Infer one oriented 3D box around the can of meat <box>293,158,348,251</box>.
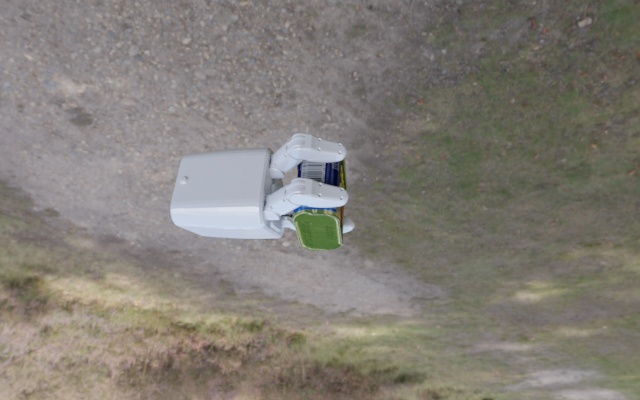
[{"bbox_3d":[0.000,0.002,0.557,0.057,0.084,0.102,0,-30,6],"label":"can of meat"}]
